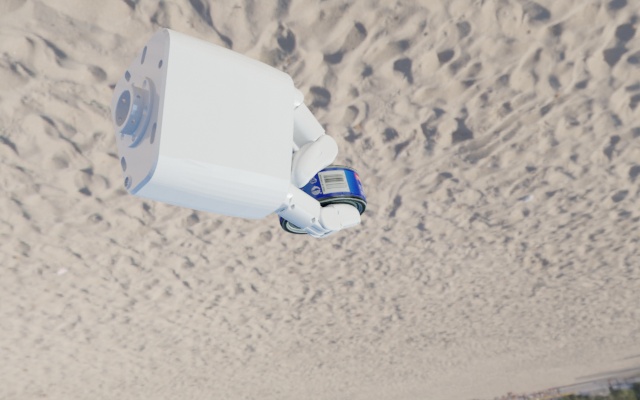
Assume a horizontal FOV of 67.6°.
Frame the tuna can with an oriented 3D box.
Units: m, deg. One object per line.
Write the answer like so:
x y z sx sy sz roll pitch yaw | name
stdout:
0.000 0.002 0.454 0.086 0.033 0.086 -13 -22 -5 | tuna can
